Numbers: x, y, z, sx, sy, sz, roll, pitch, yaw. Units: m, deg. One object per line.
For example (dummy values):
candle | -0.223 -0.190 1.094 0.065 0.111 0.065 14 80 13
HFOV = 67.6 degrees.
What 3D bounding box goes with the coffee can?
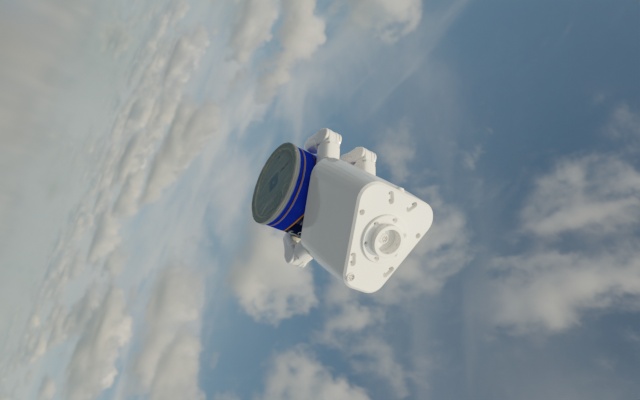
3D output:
coffee can | 0.000 0.002 0.595 0.140 0.103 0.103 22 -11 -28
